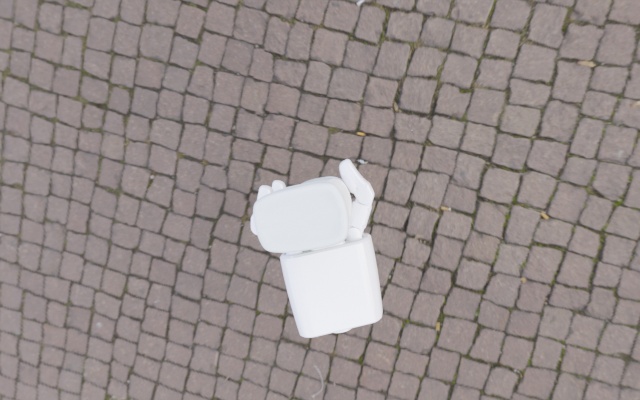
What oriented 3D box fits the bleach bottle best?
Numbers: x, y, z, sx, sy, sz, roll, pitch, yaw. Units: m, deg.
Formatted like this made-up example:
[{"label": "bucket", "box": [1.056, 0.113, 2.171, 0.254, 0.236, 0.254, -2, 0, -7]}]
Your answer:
[{"label": "bleach bottle", "box": [0.000, 0.002, 0.601, 0.102, 0.068, 0.251, -11, 6, 12]}]
